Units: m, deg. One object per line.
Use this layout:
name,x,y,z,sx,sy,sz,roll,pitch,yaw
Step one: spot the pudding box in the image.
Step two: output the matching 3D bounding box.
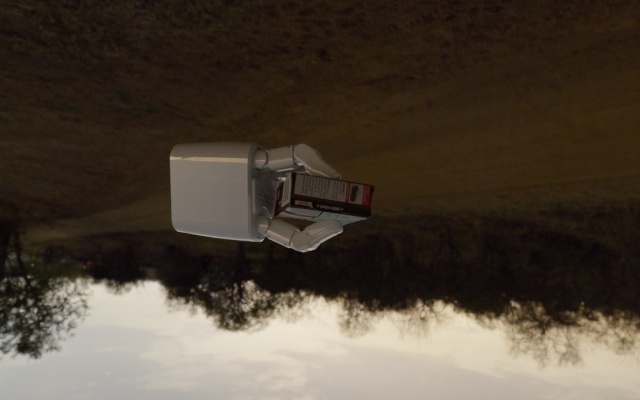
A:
pudding box,0.000,0.002,0.534,0.090,0.039,0.113,8,-7,-11
